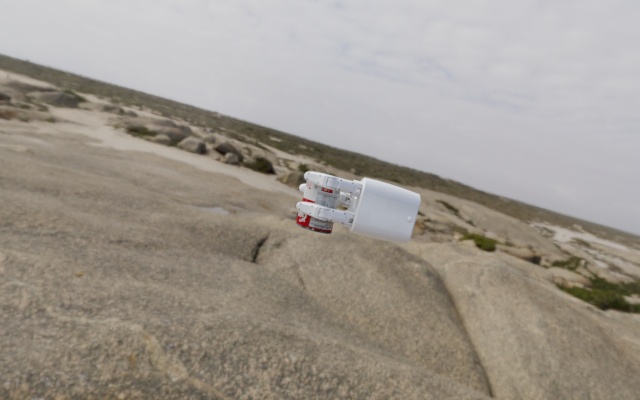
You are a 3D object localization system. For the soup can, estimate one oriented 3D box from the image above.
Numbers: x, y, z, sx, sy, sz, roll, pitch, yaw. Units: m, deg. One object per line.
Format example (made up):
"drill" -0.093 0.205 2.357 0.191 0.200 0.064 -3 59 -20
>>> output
"soup can" 0.000 0.002 0.868 0.068 0.102 0.068 15 5 -1
